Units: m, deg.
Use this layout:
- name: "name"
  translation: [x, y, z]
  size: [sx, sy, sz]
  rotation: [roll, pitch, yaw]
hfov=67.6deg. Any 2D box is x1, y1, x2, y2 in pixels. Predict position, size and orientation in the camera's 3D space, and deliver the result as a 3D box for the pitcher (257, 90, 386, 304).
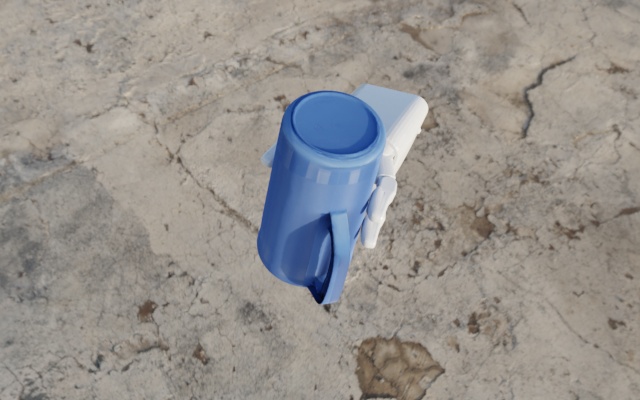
- name: "pitcher"
  translation: [0.000, 0.002, 0.563]
  size: [0.149, 0.145, 0.243]
  rotation: [31, -35, 12]
